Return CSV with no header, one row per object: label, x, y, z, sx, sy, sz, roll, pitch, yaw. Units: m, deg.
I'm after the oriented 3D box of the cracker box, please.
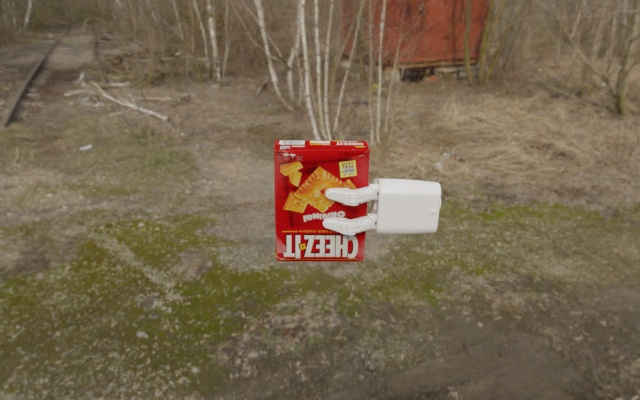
cracker box,0.000,0.003,0.855,0.164,0.214,0.072,1,20,-1
